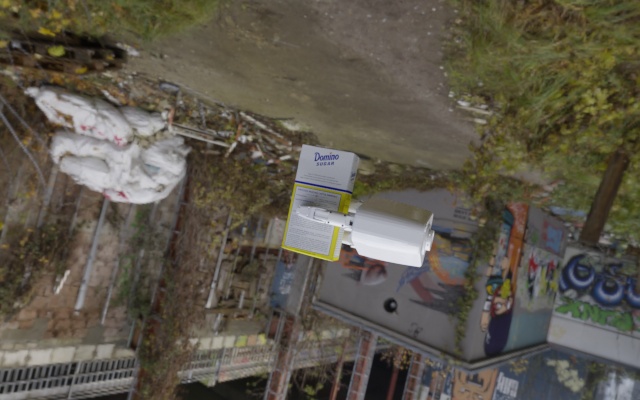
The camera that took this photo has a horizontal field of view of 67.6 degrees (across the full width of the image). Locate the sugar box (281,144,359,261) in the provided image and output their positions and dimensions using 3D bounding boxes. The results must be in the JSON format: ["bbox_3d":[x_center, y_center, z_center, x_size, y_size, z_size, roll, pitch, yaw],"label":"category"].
[{"bbox_3d":[0.000,0.003,0.783,0.093,0.176,0.048,13,-3,18],"label":"sugar box"}]
